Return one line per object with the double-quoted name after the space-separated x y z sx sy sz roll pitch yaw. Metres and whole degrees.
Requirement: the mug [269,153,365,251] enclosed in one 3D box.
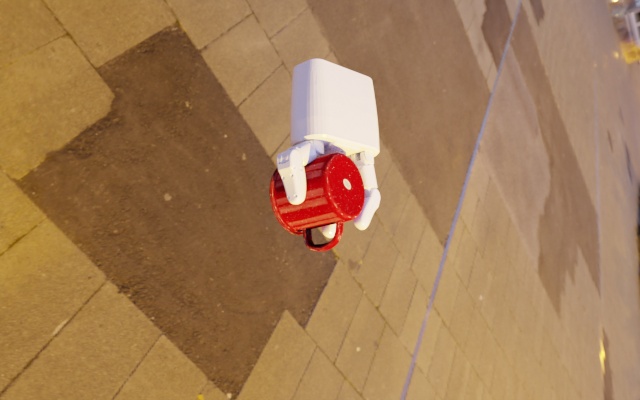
0.000 0.003 0.572 0.081 0.117 0.093 -14 -17 36 "mug"
